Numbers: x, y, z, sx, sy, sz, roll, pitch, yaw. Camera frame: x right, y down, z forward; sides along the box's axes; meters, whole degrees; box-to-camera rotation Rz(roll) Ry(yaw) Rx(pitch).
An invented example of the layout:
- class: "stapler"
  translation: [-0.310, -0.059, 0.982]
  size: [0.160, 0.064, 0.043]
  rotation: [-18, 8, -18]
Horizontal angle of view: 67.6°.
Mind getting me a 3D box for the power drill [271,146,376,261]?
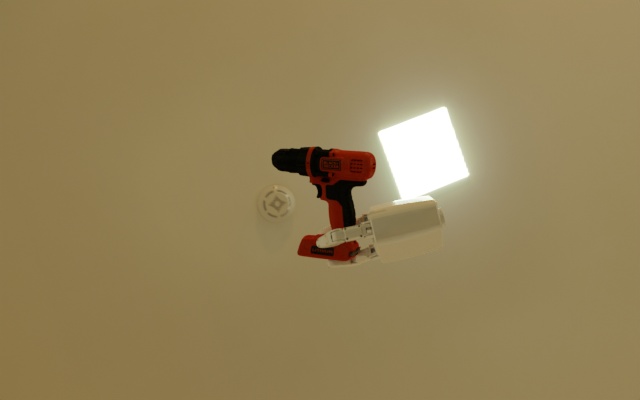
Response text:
- class: "power drill"
  translation: [0.000, 0.003, 0.811]
  size: [0.184, 0.188, 0.057]
  rotation: [6, 12, 23]
